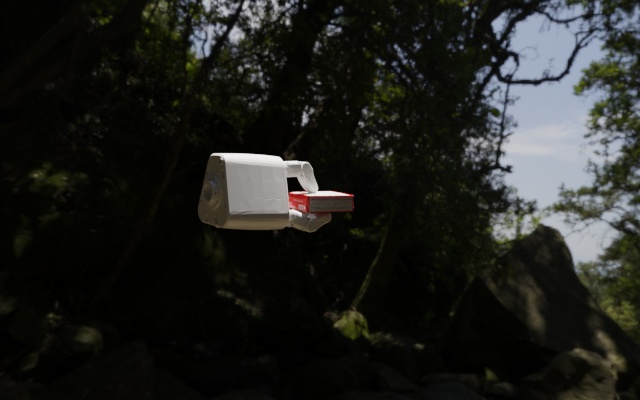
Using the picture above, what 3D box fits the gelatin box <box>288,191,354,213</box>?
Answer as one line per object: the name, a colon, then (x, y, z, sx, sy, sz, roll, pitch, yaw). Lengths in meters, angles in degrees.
gelatin box: (0.000, 0.002, 0.802, 0.089, 0.030, 0.073, -2, 7, -28)
